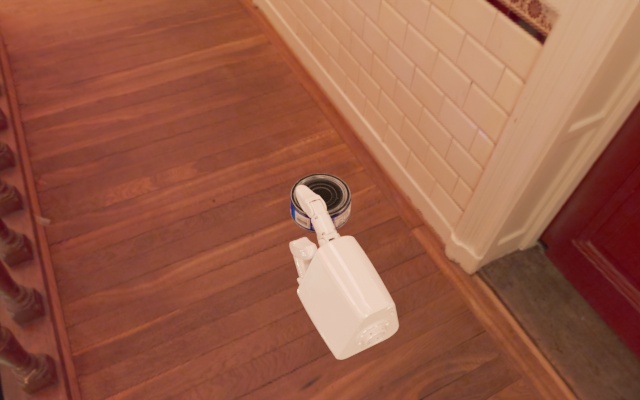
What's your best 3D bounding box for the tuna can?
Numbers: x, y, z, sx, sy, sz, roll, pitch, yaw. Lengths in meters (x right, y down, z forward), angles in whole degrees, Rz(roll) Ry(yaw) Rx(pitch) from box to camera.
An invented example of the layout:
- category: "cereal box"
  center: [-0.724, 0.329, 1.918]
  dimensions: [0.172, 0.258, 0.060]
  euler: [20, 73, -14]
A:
- category: "tuna can"
  center: [0.000, 0.002, 0.664]
  dimensions: [0.086, 0.086, 0.034]
  euler: [0, -42, 0]
